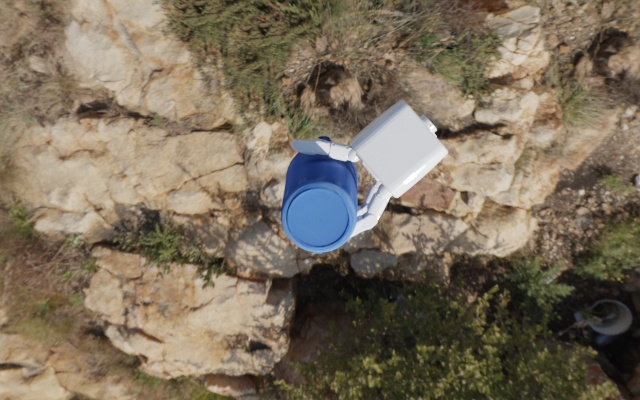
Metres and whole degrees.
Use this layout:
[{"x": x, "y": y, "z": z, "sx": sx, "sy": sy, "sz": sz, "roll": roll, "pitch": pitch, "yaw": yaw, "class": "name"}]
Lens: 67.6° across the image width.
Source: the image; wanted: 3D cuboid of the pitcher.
[{"x": 0.000, "y": 0.002, "z": 0.779, "sx": 0.145, "sy": 0.149, "sz": 0.242, "roll": -39, "pitch": 12, "yaw": 12, "class": "pitcher"}]
